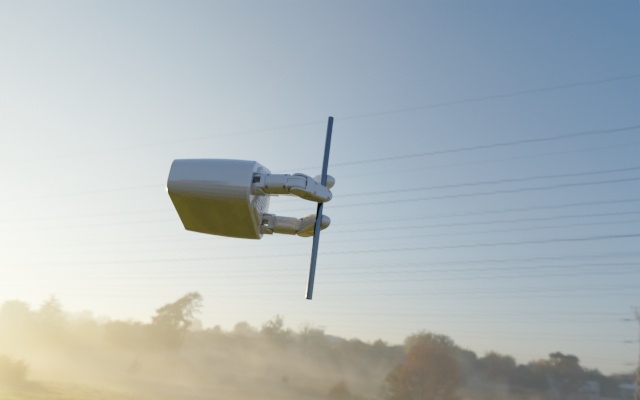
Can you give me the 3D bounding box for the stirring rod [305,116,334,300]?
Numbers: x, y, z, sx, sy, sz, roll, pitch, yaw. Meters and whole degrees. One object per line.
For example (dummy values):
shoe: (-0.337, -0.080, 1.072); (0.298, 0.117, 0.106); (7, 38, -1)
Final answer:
stirring rod: (0.000, 0.002, 0.591); (0.011, 0.239, 0.011); (6, -21, 2)
